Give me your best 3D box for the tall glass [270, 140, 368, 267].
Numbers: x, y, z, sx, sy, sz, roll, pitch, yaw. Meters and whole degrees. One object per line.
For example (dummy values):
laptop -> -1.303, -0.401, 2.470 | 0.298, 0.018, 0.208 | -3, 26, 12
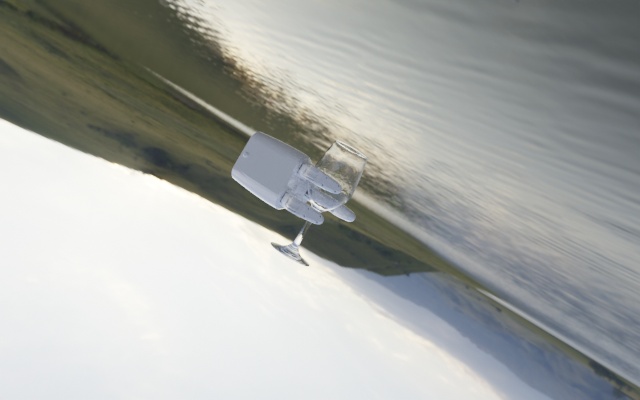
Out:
tall glass -> 0.000, 0.003, 0.778 | 0.079, 0.201, 0.079 | 31, 1, -1
